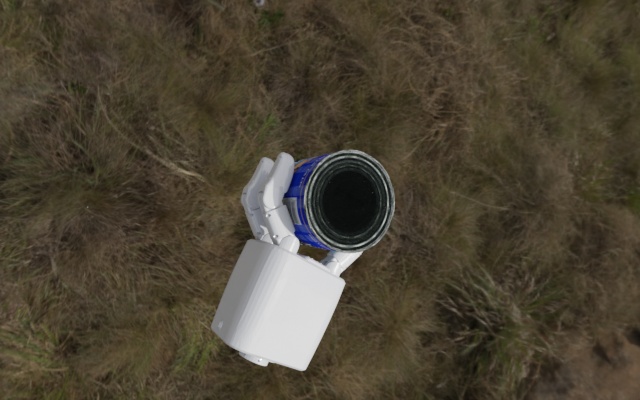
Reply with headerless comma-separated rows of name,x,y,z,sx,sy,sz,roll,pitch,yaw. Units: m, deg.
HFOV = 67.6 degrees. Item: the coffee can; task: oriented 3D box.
coffee can,0.000,0.002,0.530,0.103,0.103,0.140,0,-1,-26
